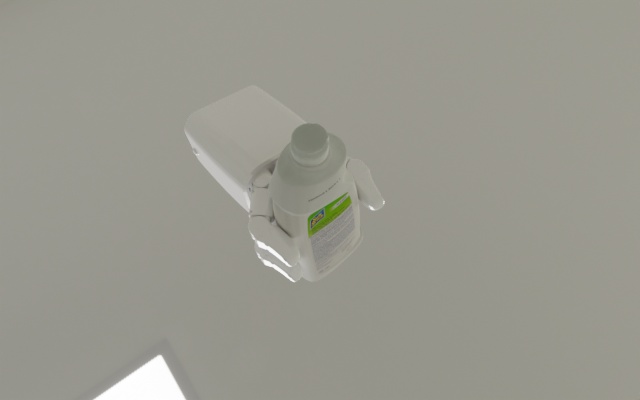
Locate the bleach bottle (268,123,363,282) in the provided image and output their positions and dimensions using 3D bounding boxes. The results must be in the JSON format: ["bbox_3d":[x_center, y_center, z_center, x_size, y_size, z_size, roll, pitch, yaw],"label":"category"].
[{"bbox_3d":[0.000,0.002,0.486,0.068,0.102,0.251,42,-19,19],"label":"bleach bottle"}]
